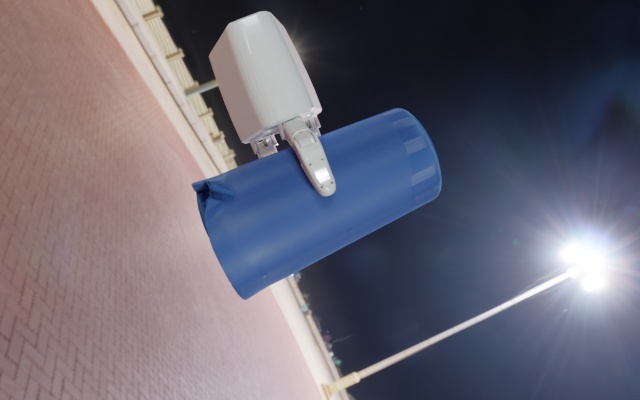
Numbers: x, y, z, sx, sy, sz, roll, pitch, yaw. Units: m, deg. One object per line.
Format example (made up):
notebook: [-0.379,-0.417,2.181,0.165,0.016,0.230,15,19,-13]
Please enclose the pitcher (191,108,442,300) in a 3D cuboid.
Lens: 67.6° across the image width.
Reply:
pitcher: [0.000,0.002,0.516,0.243,0.145,0.149,-24,7,-6]
